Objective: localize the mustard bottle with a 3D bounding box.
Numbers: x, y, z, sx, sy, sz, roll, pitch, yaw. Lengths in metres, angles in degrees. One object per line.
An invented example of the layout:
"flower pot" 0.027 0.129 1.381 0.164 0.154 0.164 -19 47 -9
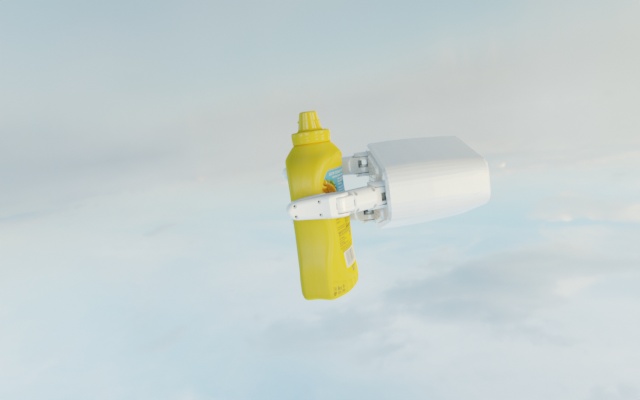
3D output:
"mustard bottle" 0.000 0.002 0.508 0.058 0.191 0.096 -4 9 21
